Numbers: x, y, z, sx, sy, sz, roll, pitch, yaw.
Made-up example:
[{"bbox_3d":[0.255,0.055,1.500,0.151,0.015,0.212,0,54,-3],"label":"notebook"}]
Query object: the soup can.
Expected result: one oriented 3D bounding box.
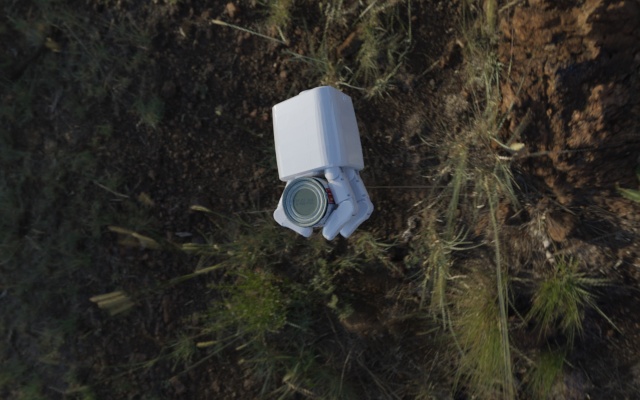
[{"bbox_3d":[0.000,0.003,0.653,0.068,0.068,0.102,0,-1,25],"label":"soup can"}]
